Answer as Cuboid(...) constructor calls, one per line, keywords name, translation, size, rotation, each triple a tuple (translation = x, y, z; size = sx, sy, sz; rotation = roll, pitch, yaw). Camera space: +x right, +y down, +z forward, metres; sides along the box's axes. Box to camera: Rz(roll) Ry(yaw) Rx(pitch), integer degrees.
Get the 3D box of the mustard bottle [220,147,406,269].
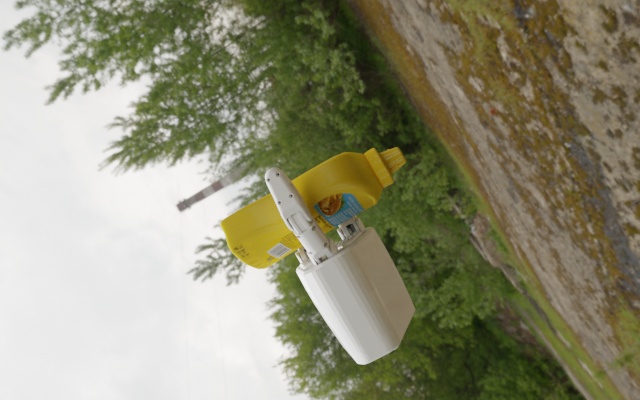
Cuboid(name="mustard bottle", translation=(0.000, 0.001, 0.491), size=(0.191, 0.058, 0.096), rotation=(-30, -26, 8))
